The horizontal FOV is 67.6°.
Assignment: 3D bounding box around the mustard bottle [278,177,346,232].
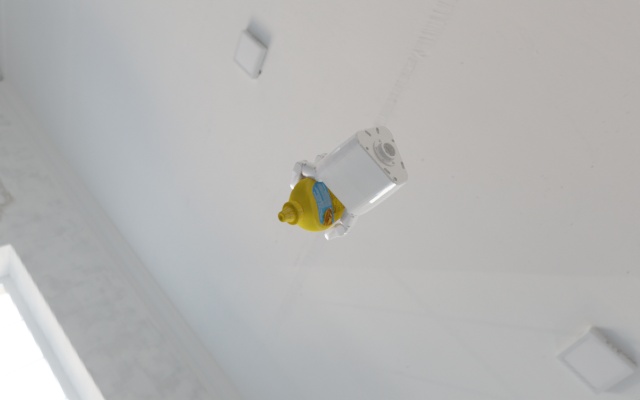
[{"bbox_3d":[0.000,0.003,0.840,0.058,0.096,0.191,-4,12,44],"label":"mustard bottle"}]
